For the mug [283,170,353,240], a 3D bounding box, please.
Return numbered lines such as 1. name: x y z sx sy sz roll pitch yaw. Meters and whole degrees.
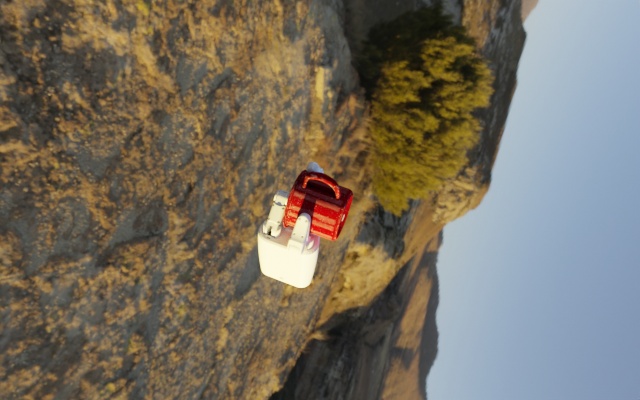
1. mug: 0.000 0.001 0.708 0.081 0.093 0.117 20 -41 9
